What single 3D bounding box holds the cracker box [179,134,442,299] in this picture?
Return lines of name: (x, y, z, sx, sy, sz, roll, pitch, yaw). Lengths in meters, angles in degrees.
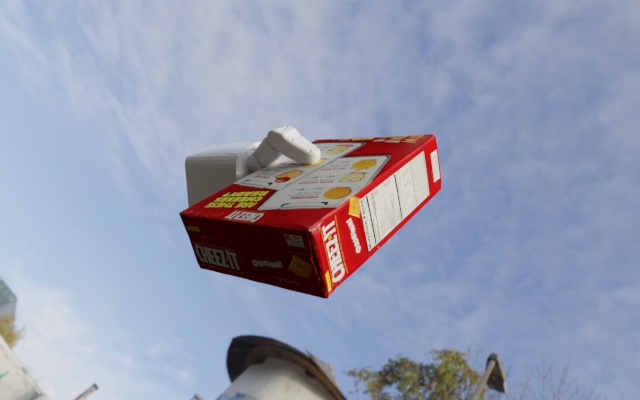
cracker box: (0.000, 0.001, 0.476, 0.164, 0.072, 0.213, 4, 28, 39)
